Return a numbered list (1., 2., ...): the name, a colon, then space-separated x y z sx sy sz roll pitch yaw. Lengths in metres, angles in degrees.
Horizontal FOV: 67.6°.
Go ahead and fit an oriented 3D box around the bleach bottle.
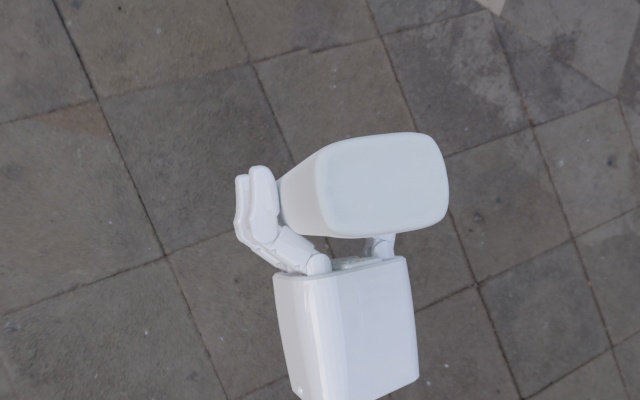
1. bleach bottle: 0.000 0.001 0.429 0.102 0.068 0.251 -8 -3 -20
